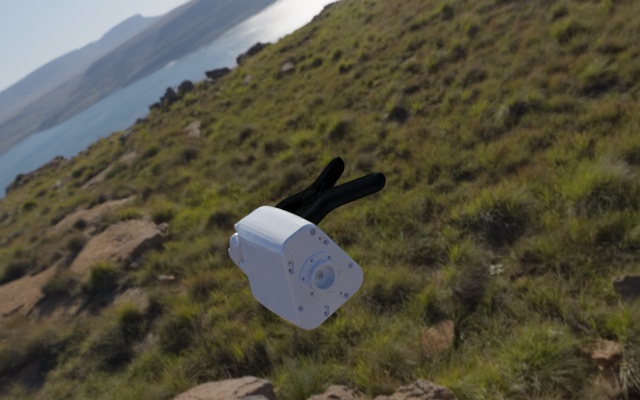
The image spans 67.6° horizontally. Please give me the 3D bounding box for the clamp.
[{"bbox_3d":[0.000,0.002,0.616,0.171,0.039,0.120,-41,25,-21],"label":"clamp"}]
